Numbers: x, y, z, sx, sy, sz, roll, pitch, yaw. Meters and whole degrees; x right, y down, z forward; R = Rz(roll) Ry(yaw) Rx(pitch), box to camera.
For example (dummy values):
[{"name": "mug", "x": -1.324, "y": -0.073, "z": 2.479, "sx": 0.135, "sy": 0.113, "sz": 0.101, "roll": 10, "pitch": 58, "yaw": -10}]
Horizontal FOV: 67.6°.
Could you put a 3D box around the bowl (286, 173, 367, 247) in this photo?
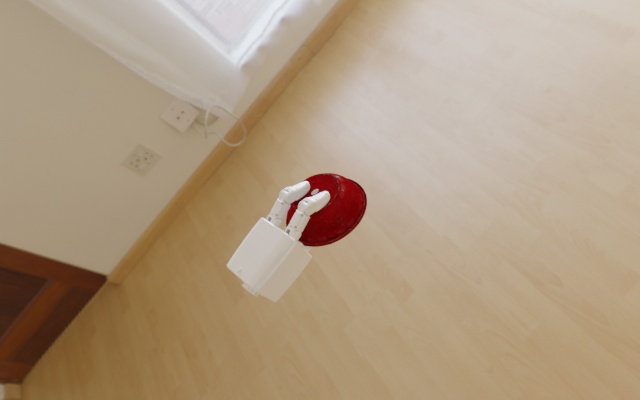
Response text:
[{"name": "bowl", "x": 0.001, "y": 0.002, "z": 0.867, "sx": 0.162, "sy": 0.162, "sz": 0.055, "roll": 0, "pitch": -39, "yaw": 29}]
